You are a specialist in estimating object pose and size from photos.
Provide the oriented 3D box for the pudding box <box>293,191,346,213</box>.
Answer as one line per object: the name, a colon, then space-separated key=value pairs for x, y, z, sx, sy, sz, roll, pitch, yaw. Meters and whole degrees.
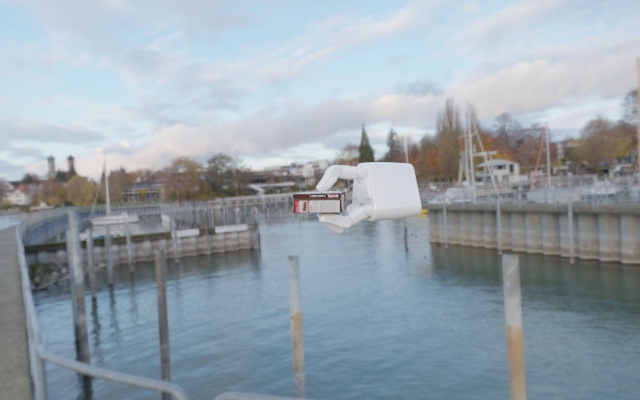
pudding box: x=0.000 y=0.003 z=0.886 sx=0.090 sy=0.039 sz=0.113 roll=-2 pitch=1 yaw=6
